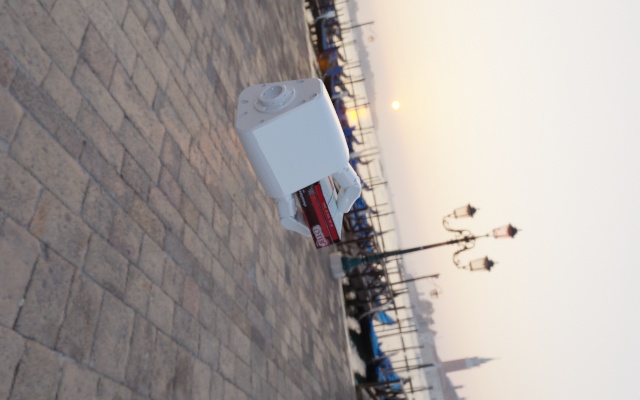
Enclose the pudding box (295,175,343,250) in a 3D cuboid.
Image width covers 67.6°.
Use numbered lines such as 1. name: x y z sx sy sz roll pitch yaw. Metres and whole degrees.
1. pudding box: 0.000 0.002 0.650 0.039 0.090 0.113 -15 17 11
